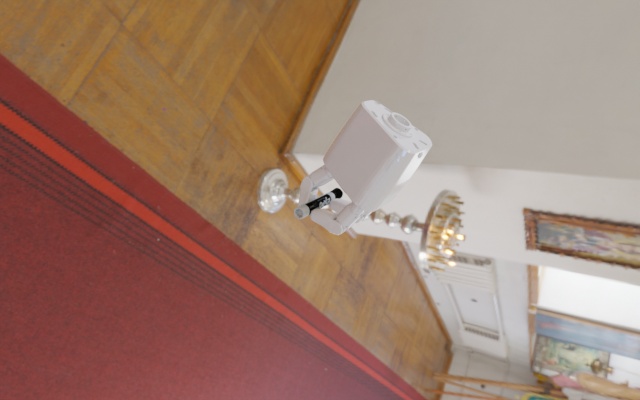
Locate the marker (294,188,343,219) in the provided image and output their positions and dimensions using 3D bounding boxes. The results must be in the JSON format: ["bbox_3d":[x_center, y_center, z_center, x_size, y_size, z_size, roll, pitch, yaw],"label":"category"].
[{"bbox_3d":[0.000,0.002,0.734,0.020,0.020,0.121,0,15,33],"label":"marker"}]
